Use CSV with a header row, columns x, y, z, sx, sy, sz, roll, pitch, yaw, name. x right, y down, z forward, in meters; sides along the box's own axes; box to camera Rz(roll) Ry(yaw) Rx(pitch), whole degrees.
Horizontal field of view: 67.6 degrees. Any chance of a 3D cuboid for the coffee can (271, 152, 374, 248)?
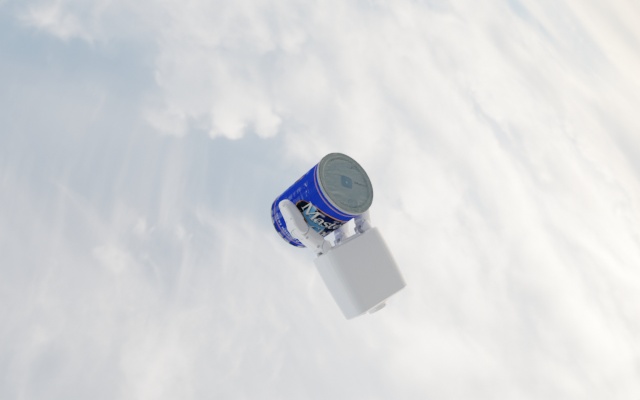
x,y,z,sx,sy,sz,roll,pitch,yaw,name
0.000,0.002,0.755,0.103,0.102,0.140,0,-25,-39,coffee can
